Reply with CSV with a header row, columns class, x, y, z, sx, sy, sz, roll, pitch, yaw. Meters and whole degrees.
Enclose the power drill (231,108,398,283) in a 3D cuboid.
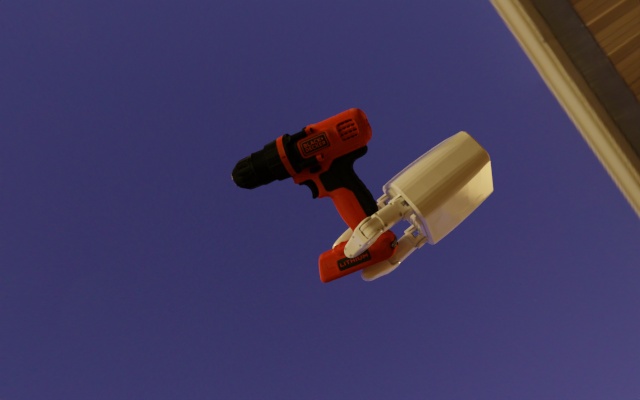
class,x,y,z,sx,sy,sz,roll,pitch,yaw
power drill,0.001,0.002,0.590,0.184,0.187,0.057,-22,5,14
